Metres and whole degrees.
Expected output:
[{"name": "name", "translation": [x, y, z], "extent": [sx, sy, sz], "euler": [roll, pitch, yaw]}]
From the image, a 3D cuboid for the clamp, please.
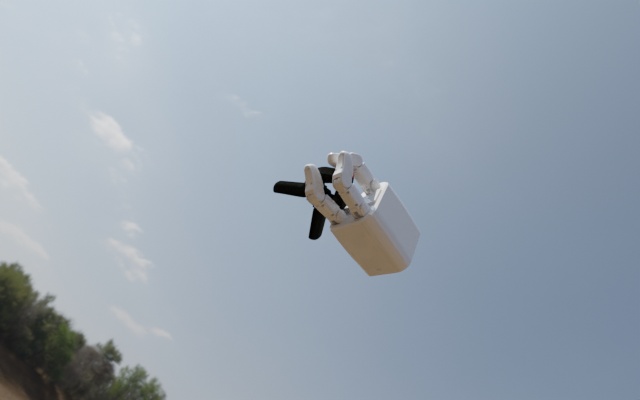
[{"name": "clamp", "translation": [0.001, 0.002, 0.779], "extent": [0.171, 0.120, 0.039], "euler": [-19, 21, 51]}]
